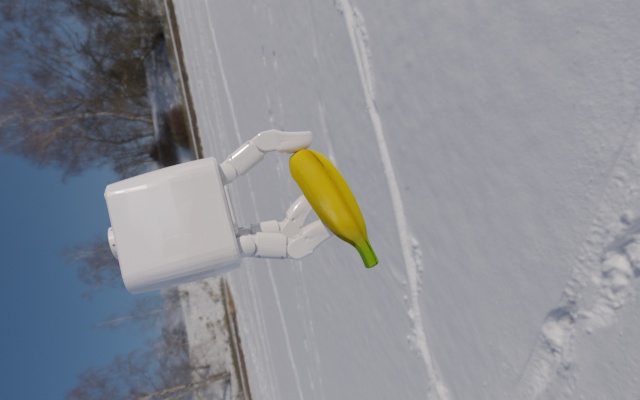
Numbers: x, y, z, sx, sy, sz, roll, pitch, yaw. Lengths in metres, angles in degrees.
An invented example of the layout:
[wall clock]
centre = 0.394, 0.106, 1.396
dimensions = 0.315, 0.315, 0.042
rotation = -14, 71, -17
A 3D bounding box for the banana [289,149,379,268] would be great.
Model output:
[banana]
centre = -0.002, -0.012, 0.458
dimensions = 0.037, 0.070, 0.197
rotation = -18, 32, -10
